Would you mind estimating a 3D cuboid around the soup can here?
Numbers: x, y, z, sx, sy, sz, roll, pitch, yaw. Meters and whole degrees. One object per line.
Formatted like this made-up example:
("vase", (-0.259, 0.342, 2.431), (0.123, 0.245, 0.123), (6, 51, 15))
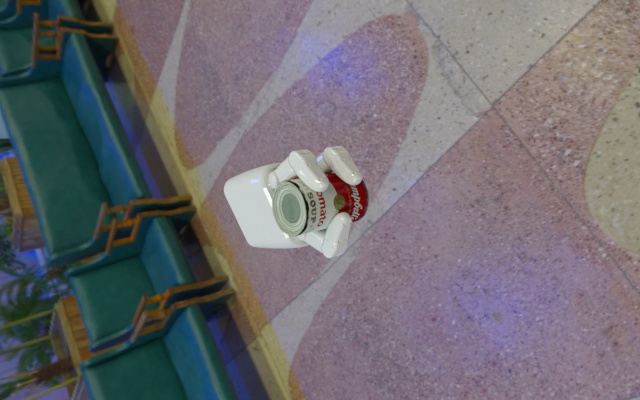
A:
("soup can", (0.000, 0.002, 0.583), (0.102, 0.068, 0.068), (-11, 7, -41))
